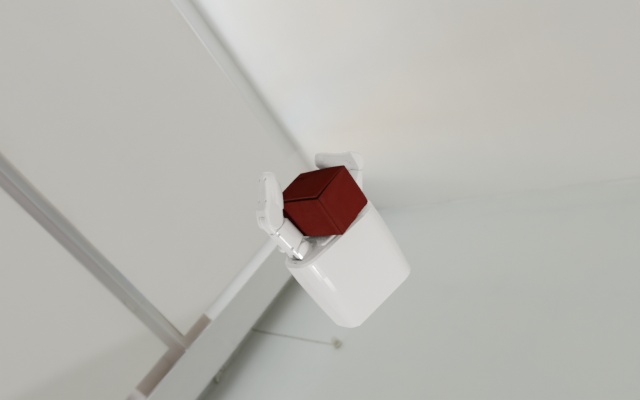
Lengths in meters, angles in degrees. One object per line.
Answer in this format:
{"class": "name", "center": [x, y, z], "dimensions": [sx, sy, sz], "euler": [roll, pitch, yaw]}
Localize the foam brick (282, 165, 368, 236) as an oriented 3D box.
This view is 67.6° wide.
{"class": "foam brick", "center": [0.000, 0.002, 0.506], "dimensions": [0.078, 0.051, 0.053], "euler": [-6, 36, 51]}
